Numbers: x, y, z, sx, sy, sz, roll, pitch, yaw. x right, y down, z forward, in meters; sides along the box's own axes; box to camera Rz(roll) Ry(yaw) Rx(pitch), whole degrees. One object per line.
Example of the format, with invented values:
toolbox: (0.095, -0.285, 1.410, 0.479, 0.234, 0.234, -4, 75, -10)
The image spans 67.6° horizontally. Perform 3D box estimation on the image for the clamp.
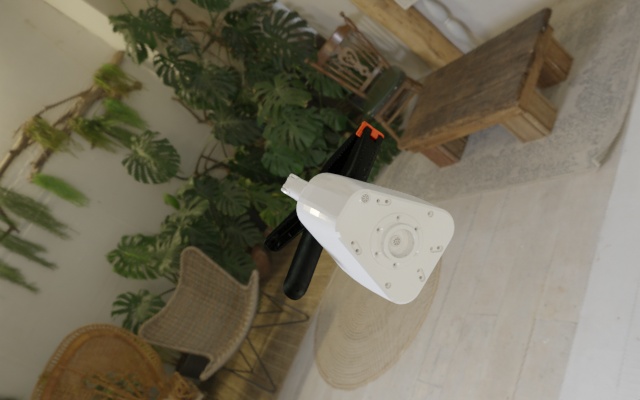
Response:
clamp: (0.000, 0.001, 0.568, 0.036, 0.210, 0.164, 33, -3, -21)
